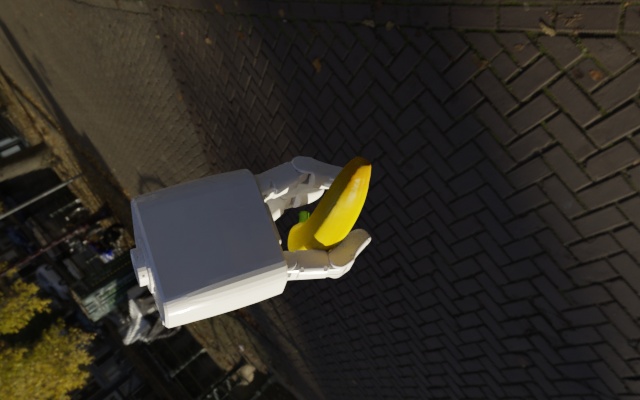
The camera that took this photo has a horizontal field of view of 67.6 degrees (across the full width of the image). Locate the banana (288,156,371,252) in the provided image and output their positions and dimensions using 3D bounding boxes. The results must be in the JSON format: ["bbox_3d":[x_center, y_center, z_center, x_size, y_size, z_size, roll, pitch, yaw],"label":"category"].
[{"bbox_3d":[-0.001,0.020,0.465,0.037,0.069,0.198,5,-16,-18],"label":"banana"}]
